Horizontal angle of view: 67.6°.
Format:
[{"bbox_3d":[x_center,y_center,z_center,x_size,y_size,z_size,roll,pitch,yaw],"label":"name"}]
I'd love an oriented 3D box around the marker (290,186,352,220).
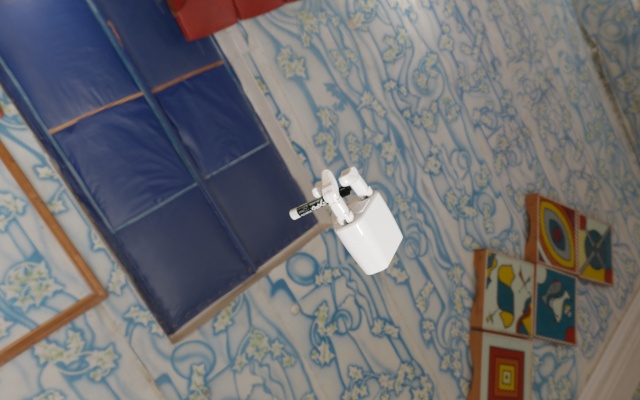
[{"bbox_3d":[0.000,0.003,0.822,0.121,0.020,0.020,-25,-11,25],"label":"marker"}]
